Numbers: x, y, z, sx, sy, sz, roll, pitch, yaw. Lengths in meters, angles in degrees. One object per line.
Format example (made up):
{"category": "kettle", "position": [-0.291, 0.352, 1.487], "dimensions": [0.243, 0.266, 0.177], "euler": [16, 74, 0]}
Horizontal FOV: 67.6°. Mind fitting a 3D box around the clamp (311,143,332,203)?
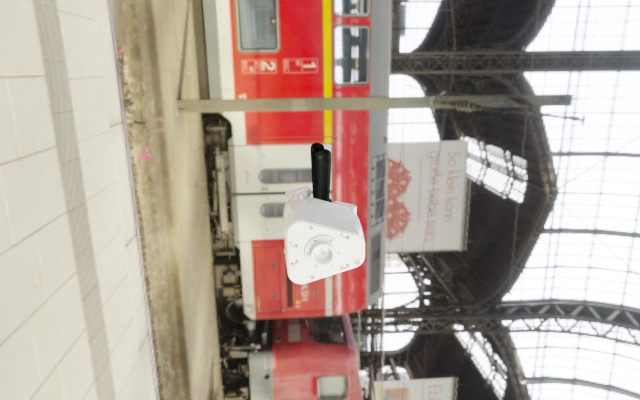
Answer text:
{"category": "clamp", "position": [0.001, 0.003, 0.803], "dimensions": [0.036, 0.210, 0.164], "euler": [-1, 17, -3]}
